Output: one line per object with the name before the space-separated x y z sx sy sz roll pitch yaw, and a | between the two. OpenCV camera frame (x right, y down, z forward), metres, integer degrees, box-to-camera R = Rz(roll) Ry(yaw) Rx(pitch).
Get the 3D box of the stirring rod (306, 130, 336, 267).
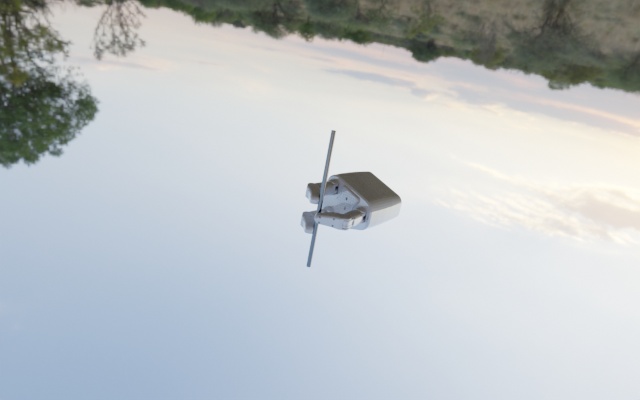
stirring rod | 0.000 0.002 0.784 0.011 0.240 0.011 9 20 -3
